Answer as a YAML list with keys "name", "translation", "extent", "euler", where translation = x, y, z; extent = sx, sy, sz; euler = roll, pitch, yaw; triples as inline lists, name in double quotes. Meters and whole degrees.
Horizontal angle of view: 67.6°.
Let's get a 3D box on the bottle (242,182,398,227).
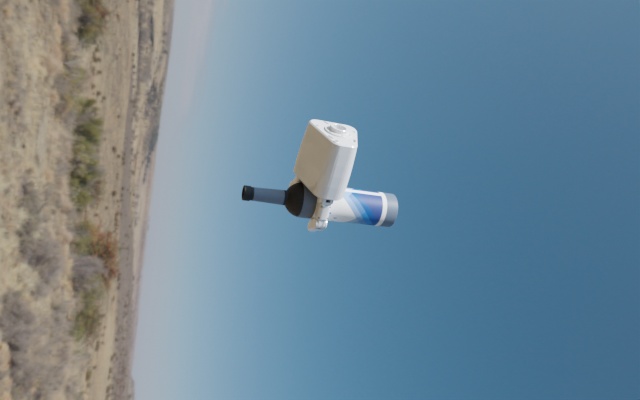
- name: "bottle"
  translation: [0.000, 0.003, 0.898]
  extent: [0.296, 0.069, 0.069]
  euler: [7, -2, -19]
